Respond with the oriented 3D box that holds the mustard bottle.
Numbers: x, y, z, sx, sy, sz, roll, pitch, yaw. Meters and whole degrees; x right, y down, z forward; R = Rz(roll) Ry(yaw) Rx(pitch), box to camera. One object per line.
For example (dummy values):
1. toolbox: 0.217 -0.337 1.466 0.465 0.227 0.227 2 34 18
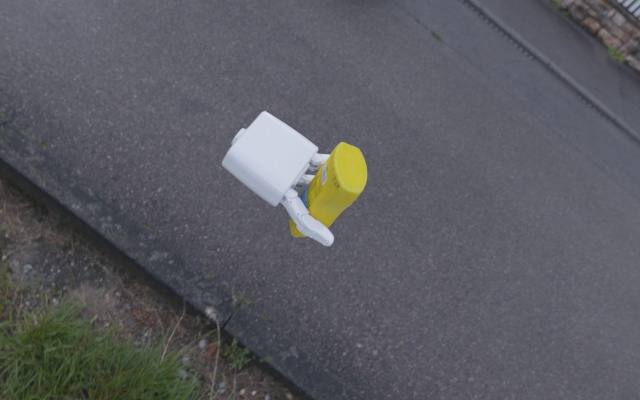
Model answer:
1. mustard bottle: 0.001 0.002 0.751 0.058 0.096 0.192 18 -42 -21
